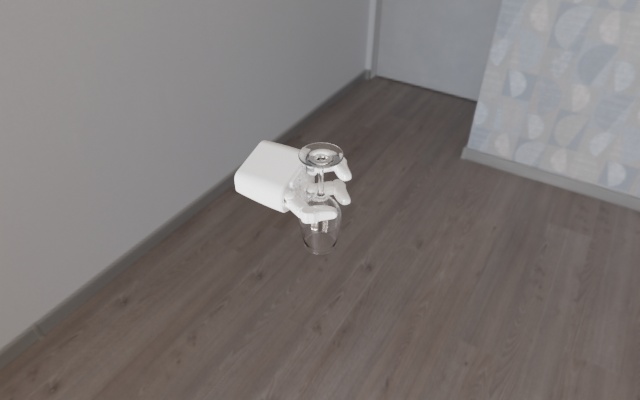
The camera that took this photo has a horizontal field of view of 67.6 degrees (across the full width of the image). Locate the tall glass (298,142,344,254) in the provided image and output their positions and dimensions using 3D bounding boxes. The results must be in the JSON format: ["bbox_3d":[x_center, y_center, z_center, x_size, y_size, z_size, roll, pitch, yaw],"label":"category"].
[{"bbox_3d":[0.000,0.002,0.837,0.079,0.201,0.079,0,39,0],"label":"tall glass"}]
